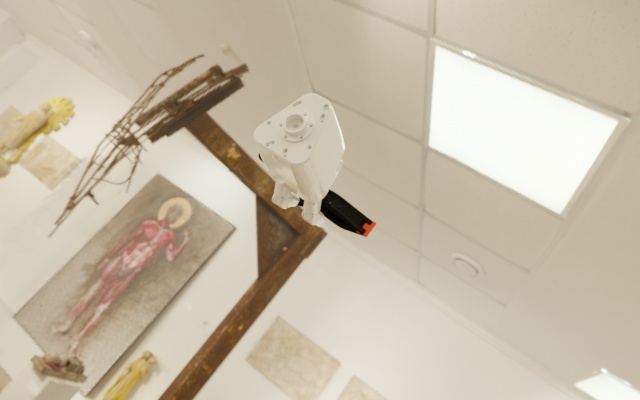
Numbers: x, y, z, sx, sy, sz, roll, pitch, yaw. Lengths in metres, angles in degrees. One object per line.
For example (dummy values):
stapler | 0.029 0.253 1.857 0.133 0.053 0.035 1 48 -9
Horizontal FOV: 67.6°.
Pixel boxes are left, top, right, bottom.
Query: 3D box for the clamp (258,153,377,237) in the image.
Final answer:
clamp | 0.001 0.002 0.786 0.210 0.036 0.165 32 -13 23
